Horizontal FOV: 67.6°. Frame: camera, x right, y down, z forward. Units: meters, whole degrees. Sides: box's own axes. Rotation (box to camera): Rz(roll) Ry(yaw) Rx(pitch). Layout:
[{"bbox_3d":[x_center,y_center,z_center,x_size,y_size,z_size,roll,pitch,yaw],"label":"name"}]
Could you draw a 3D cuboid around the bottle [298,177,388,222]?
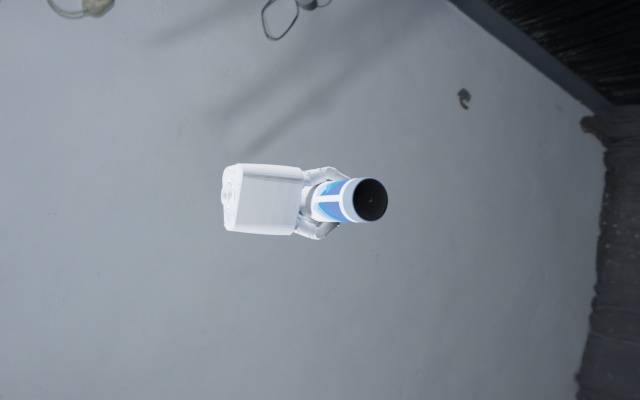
[{"bbox_3d":[0.000,0.003,0.824,0.069,0.069,0.296,0,-1,-30],"label":"bottle"}]
